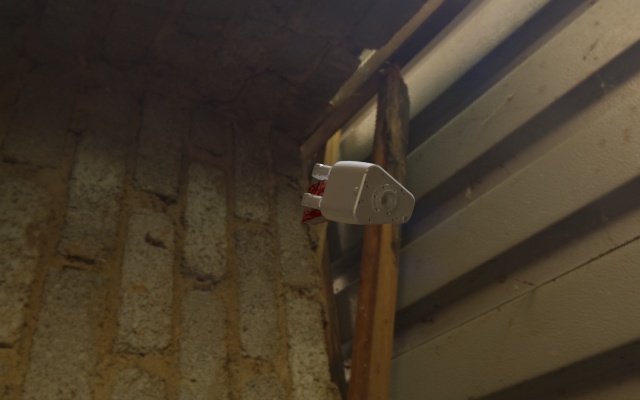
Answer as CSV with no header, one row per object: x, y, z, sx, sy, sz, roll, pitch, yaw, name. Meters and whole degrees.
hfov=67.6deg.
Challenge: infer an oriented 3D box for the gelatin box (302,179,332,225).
0.000,0.003,0.878,0.030,0.073,0.089,16,-16,-23,gelatin box
